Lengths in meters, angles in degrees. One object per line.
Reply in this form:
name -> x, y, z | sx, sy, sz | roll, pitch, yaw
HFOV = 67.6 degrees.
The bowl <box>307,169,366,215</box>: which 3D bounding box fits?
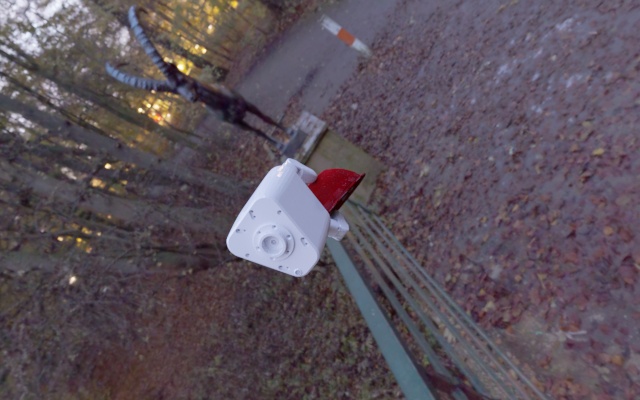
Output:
bowl -> 0.000, 0.002, 0.762 | 0.055, 0.162, 0.162 | 41, 5, 6
